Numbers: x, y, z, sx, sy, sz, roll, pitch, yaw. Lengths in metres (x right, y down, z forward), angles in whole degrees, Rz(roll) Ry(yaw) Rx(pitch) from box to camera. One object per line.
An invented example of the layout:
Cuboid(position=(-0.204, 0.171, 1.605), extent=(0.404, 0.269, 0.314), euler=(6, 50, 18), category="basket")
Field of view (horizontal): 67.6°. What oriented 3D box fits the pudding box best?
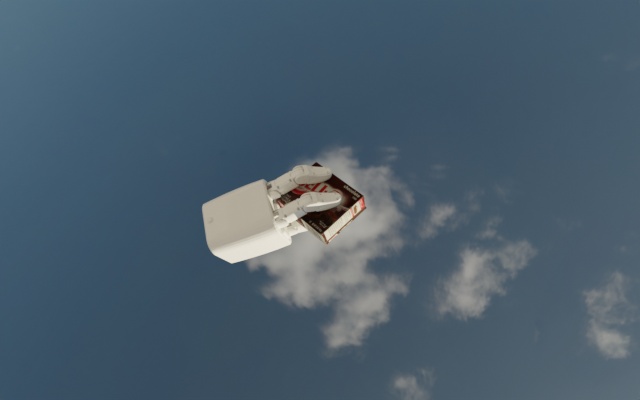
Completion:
Cuboid(position=(0.000, 0.003, 0.736), extent=(0.113, 0.090, 0.039), euler=(38, -18, 32), category="pudding box")
